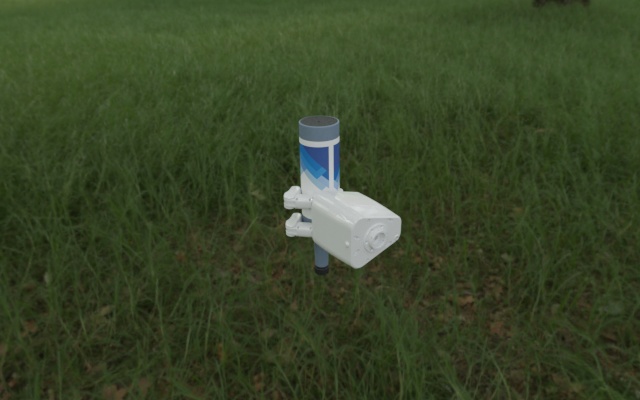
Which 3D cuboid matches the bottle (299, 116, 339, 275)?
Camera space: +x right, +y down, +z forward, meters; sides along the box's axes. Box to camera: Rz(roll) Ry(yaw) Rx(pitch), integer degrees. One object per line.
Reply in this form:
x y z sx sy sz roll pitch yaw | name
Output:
0.000 0.002 0.844 0.069 0.296 0.069 -1 26 0 | bottle
